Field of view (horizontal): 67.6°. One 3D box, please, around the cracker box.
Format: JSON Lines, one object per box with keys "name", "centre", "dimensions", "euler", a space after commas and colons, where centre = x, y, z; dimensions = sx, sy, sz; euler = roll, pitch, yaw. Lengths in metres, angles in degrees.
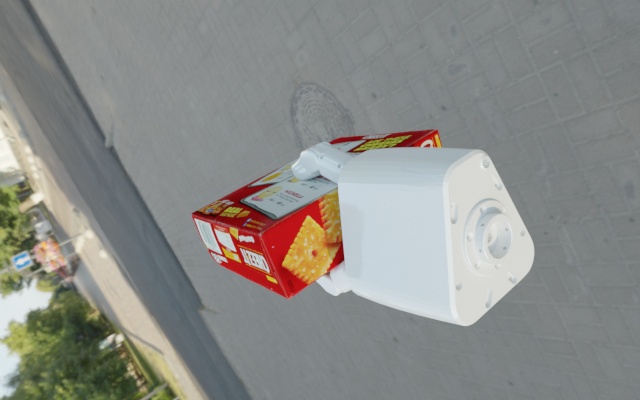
{"name": "cracker box", "centre": [0.000, 0.002, 0.487], "dimensions": [0.213, 0.072, 0.164], "euler": [-30, 20, -29]}
